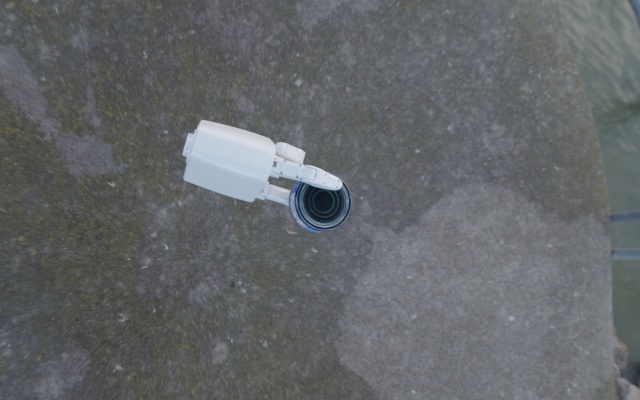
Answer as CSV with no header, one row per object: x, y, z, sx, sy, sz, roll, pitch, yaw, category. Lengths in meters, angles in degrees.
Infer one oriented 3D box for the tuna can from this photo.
0.000,0.002,0.678,0.086,0.086,0.034,0,-5,-20,tuna can
